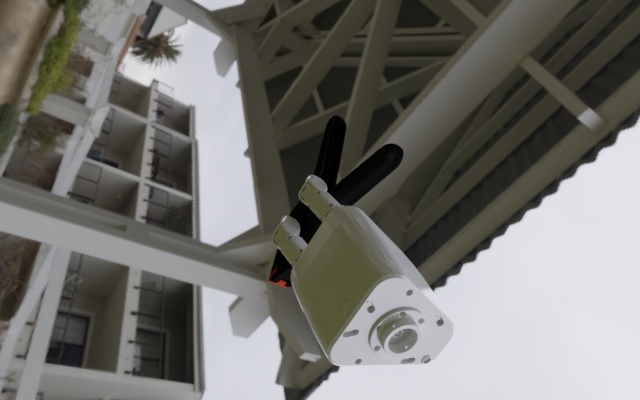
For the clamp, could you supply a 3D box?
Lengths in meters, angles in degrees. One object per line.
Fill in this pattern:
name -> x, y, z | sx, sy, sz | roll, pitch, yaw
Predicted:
clamp -> 0.001, 0.003, 0.543 | 0.036, 0.210, 0.164 | 25, 16, -25
